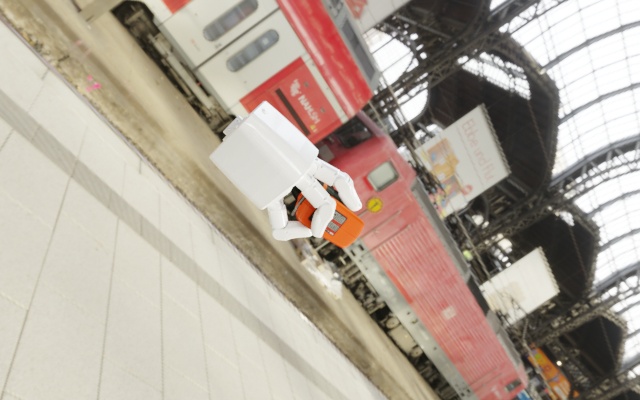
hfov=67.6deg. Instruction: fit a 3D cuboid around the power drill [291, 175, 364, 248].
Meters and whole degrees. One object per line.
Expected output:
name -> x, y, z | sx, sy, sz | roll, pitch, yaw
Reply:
power drill -> 0.000, 0.003, 0.769 | 0.184, 0.057, 0.187 | 32, 9, -28
